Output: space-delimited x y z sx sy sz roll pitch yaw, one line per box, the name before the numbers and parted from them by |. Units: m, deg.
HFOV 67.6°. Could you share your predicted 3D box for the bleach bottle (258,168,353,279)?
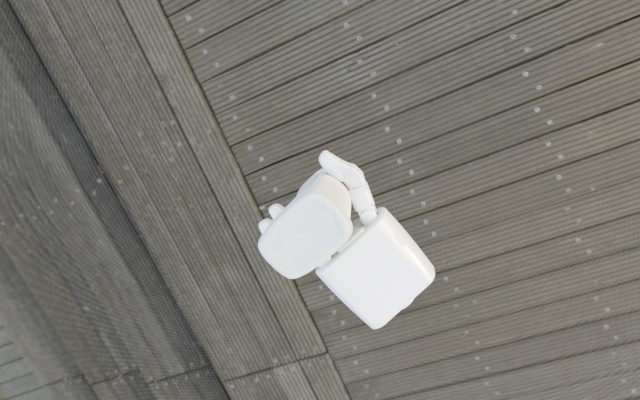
bleach bottle | 0.000 0.002 0.600 0.102 0.068 0.250 -41 7 19
